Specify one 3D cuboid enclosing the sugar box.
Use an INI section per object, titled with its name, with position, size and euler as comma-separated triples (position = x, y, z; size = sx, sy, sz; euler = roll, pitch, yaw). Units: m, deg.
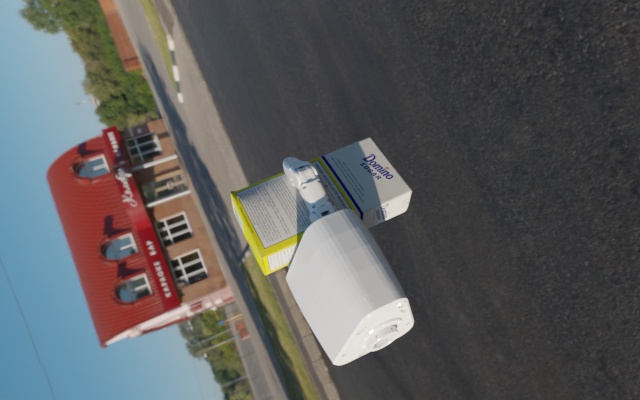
[sugar box]
position = 0.000, 0.002, 0.523
size = 0.176, 0.093, 0.048
euler = -21, -33, -16
